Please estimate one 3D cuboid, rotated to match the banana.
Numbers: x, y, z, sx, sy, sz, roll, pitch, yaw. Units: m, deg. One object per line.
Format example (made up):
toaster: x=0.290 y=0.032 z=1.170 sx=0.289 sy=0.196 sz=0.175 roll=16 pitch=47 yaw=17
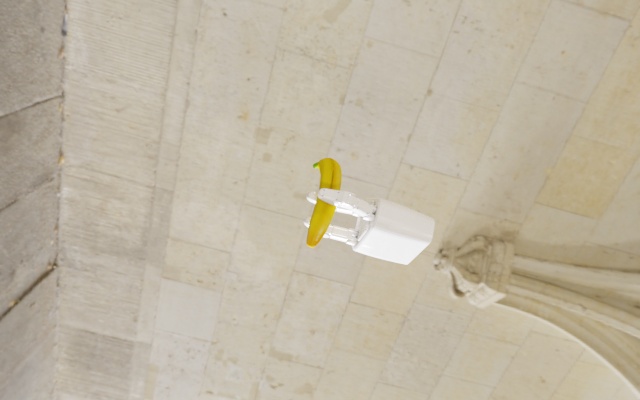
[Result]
banana: x=0.008 y=-0.011 z=0.810 sx=0.037 sy=0.197 sz=0.070 roll=21 pitch=-46 yaw=-15
